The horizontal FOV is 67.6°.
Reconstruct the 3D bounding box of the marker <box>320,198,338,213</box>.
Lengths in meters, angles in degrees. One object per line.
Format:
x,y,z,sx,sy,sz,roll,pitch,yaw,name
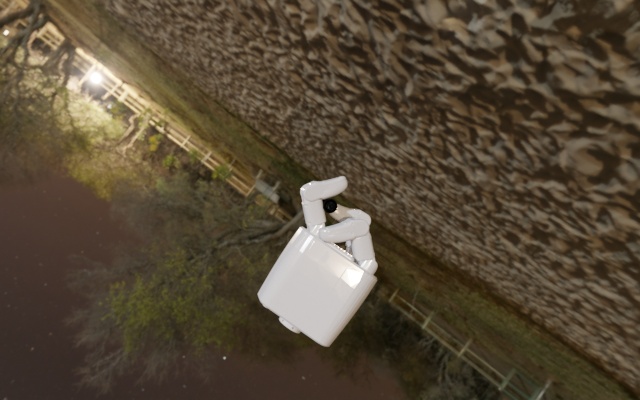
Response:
0.000,0.002,0.645,0.020,0.020,0.121,0,5,-13,marker
